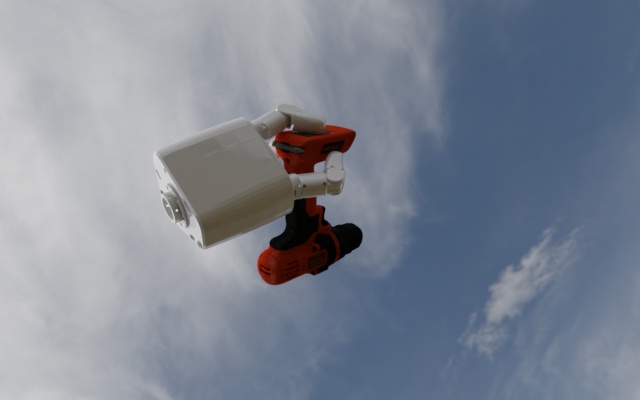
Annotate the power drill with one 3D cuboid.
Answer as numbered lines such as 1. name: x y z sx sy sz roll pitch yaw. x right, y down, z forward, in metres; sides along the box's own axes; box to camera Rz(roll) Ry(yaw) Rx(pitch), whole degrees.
1. power drill: 0.000 0.002 0.608 0.057 0.188 0.184 17 22 36
